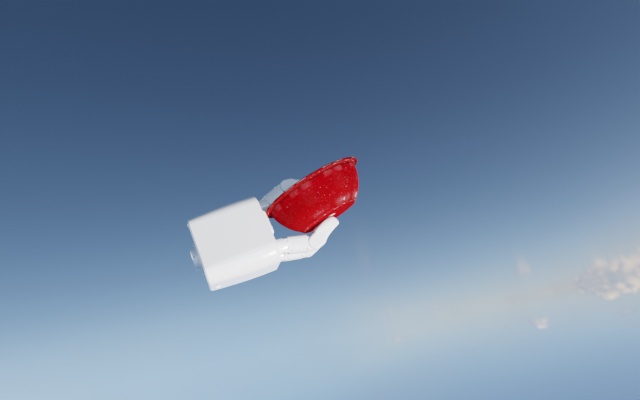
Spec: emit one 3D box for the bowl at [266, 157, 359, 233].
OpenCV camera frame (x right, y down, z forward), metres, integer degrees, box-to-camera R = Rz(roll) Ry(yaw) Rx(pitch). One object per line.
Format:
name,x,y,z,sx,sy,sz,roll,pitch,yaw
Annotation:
bowl,0.001,0.002,0.716,0.162,0.055,0.162,-32,-10,-6
